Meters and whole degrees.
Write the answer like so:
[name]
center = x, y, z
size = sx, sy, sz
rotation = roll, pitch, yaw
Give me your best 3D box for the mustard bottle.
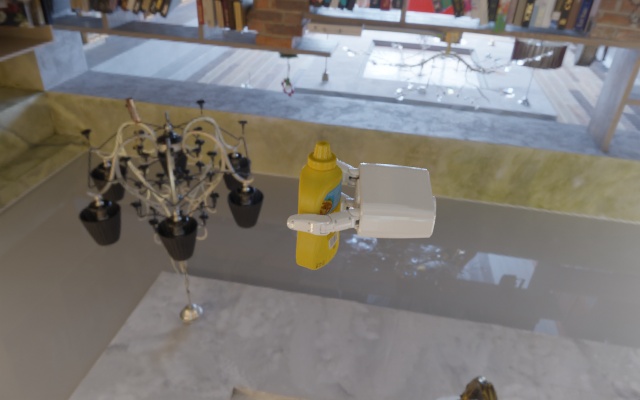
[mustard bottle]
center = 0.000, 0.002, 0.710
size = 0.058, 0.192, 0.096
rotation = 17, 34, 20
